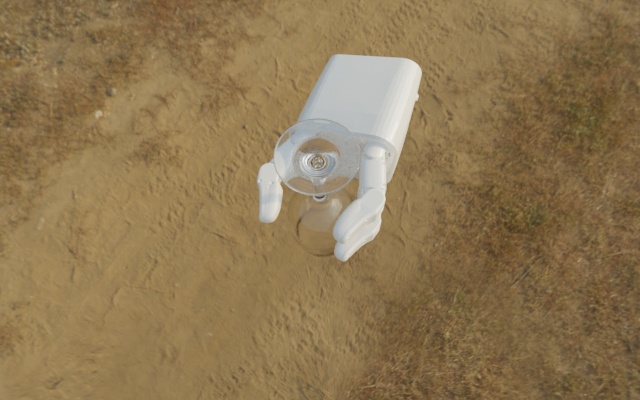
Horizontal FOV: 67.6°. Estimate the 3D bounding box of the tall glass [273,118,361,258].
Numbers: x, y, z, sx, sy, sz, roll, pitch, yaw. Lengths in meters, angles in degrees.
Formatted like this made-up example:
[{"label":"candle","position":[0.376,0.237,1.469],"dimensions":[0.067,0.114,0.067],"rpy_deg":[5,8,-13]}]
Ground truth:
[{"label":"tall glass","position":[0.000,0.001,0.493],"dimensions":[0.079,0.079,0.201],"rpy_deg":[0,-24,2]}]
